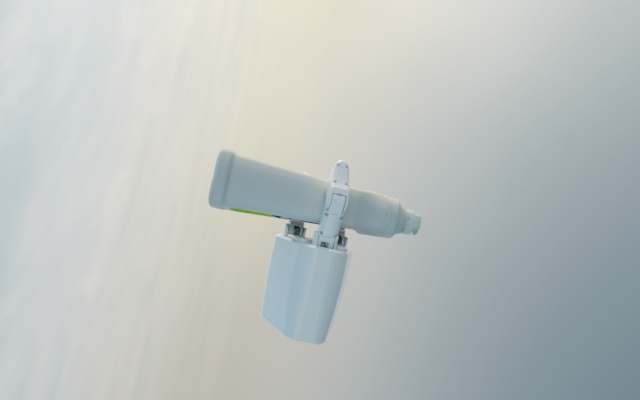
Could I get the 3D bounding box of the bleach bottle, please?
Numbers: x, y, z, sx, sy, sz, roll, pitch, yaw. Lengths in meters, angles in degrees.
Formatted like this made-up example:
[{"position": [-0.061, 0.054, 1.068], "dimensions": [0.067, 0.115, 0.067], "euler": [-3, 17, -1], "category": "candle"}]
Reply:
[{"position": [0.000, 0.002, 0.568], "dimensions": [0.251, 0.068, 0.102], "euler": [13, -2, -8], "category": "bleach bottle"}]
